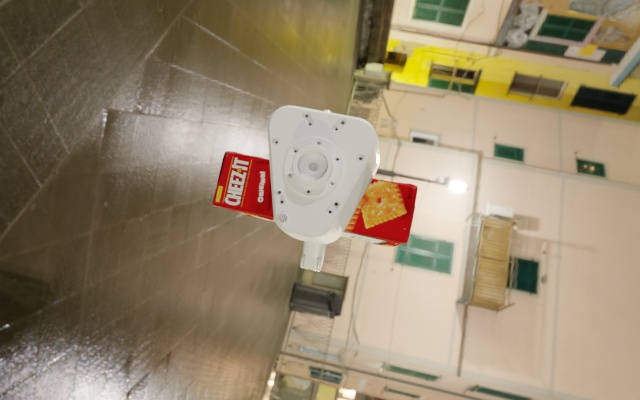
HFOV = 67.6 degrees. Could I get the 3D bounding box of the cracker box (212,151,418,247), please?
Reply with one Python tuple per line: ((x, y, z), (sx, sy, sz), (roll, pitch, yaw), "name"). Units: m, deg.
((0.000, 0.002, 0.583), (0.213, 0.072, 0.164), (12, -5, 6), "cracker box")
